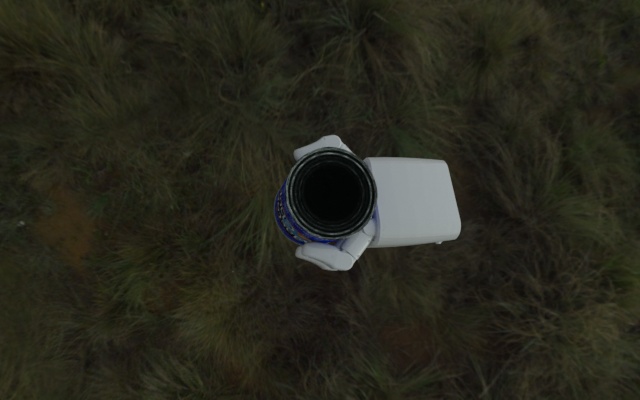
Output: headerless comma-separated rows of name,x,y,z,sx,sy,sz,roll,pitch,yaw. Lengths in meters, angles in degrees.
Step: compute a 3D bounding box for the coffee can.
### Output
coffee can,0.000,0.002,0.582,0.103,0.103,0.140,0,-8,-11
